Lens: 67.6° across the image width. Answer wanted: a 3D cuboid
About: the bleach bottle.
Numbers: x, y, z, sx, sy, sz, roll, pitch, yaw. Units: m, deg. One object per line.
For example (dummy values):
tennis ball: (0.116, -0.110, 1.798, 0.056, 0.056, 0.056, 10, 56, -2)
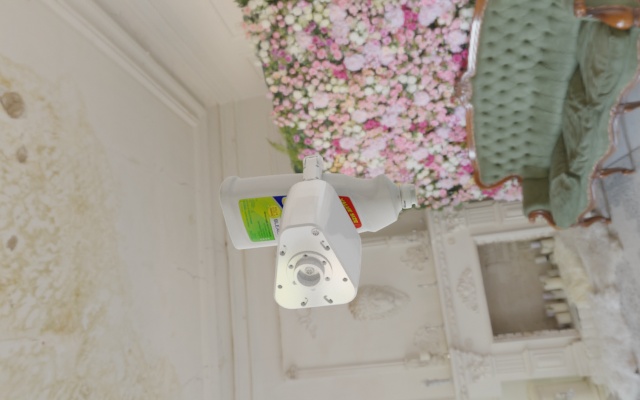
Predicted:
bleach bottle: (0.000, 0.002, 0.639, 0.251, 0.103, 0.068, -8, 23, 9)
